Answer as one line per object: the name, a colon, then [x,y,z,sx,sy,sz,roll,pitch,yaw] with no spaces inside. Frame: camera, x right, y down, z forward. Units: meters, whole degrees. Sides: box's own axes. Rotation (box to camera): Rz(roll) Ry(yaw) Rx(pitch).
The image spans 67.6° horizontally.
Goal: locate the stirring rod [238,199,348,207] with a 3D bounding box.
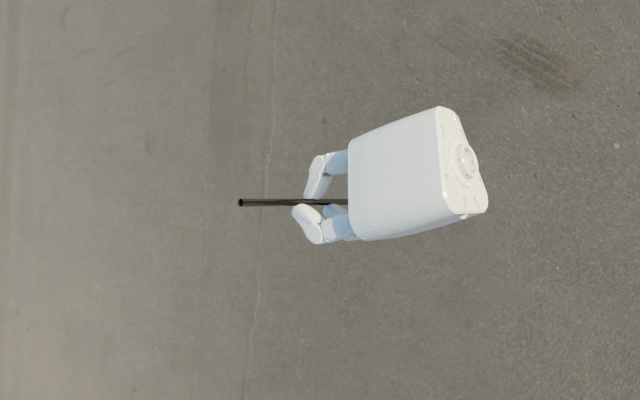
stirring rod: [0.000,0.002,0.564,0.011,0.011,0.239,0,0,41]
